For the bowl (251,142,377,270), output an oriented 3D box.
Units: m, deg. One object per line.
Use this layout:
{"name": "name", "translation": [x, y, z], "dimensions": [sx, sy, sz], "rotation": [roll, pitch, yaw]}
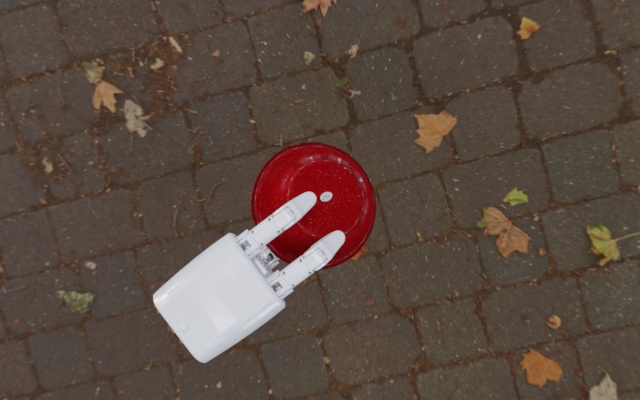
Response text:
{"name": "bowl", "translation": [0.001, 0.001, 0.573], "dimensions": [0.162, 0.162, 0.055], "rotation": [0, -8, -15]}
